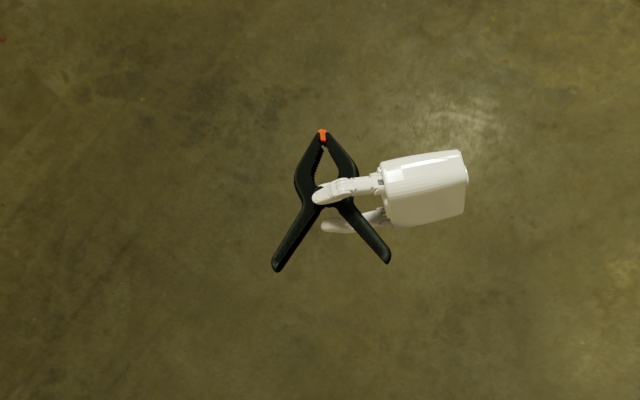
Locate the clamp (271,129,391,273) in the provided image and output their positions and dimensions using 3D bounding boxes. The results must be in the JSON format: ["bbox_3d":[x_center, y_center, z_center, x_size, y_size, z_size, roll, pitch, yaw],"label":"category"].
[{"bbox_3d":[0.000,0.001,0.675,0.164,0.210,0.036,-12,-19,6],"label":"clamp"}]
